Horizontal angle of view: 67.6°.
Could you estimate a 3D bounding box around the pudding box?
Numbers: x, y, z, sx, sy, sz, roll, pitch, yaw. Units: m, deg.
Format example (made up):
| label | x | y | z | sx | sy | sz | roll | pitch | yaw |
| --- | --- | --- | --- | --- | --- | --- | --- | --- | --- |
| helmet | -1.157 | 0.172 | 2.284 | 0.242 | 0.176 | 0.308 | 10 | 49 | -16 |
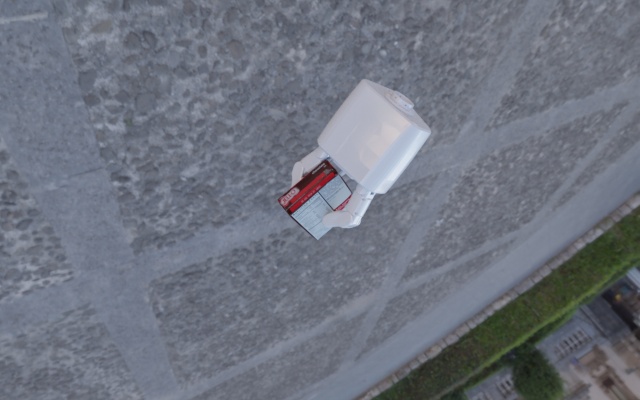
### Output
| label | x | y | z | sx | sy | sz | roll | pitch | yaw |
| --- | --- | --- | --- | --- | --- | --- | --- | --- | --- |
| pudding box | 0.000 | 0.002 | 0.689 | 0.090 | 0.039 | 0.113 | -40 | -32 | 1 |
